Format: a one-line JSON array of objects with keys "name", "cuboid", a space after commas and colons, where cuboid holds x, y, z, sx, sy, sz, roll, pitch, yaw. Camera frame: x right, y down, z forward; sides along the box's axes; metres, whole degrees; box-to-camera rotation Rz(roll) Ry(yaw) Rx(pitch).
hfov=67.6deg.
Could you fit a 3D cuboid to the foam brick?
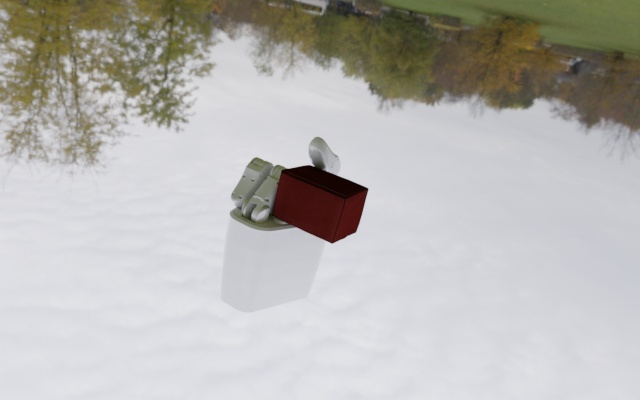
[{"name": "foam brick", "cuboid": [0.000, 0.002, 0.485, 0.078, 0.051, 0.053, 23, 21, 27]}]
